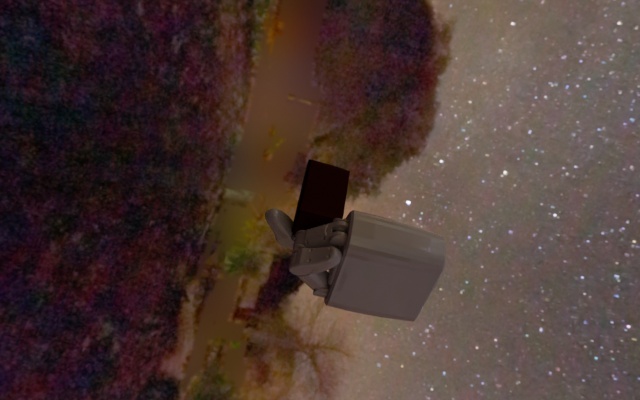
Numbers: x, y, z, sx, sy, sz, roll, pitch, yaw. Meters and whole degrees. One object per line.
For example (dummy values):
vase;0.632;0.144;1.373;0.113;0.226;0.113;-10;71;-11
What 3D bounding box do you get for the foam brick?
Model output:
foam brick;0.000;0.002;0.559;0.051;0.078;0.053;14;-37;-4
